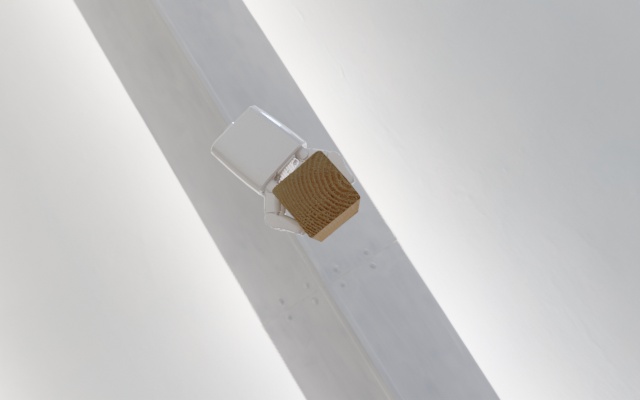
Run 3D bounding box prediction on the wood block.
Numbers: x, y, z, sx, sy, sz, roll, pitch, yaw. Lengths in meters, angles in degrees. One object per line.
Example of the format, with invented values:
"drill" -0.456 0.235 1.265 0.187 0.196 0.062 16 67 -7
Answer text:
"wood block" 0.000 0.002 0.747 0.091 0.090 0.206 -40 -7 -1
